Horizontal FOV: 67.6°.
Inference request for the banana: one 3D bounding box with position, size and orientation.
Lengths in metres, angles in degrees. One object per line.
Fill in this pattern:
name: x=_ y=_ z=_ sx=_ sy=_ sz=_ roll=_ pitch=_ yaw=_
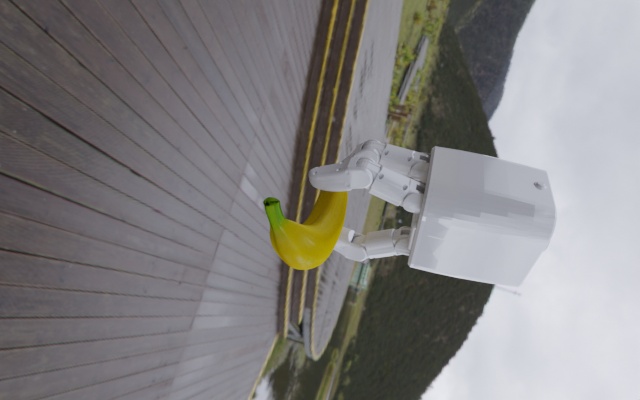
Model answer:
banana: x=-0.003 y=0.020 z=0.433 sx=0.037 sy=0.069 sz=0.198 roll=8 pitch=10 yaw=14
